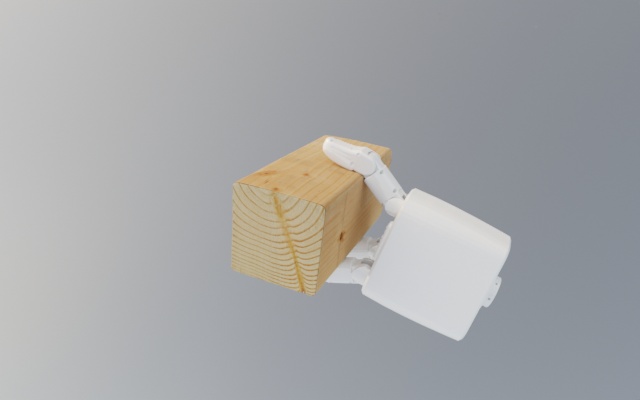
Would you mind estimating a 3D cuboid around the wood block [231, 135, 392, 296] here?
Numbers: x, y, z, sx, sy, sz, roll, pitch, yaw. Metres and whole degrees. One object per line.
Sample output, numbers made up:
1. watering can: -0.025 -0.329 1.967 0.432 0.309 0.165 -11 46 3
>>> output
1. wood block: 0.000 0.002 0.505 0.090 0.091 0.206 15 24 19
